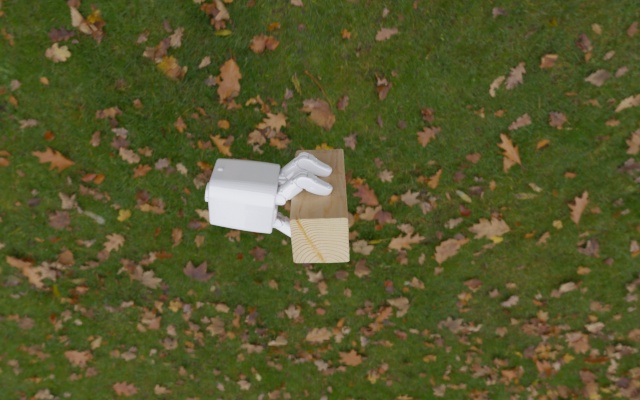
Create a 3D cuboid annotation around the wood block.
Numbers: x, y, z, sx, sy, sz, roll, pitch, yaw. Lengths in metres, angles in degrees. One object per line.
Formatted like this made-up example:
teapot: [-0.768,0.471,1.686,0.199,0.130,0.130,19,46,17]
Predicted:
wood block: [0.000,0.003,0.811,0.090,0.091,0.206,-2,36,2]
